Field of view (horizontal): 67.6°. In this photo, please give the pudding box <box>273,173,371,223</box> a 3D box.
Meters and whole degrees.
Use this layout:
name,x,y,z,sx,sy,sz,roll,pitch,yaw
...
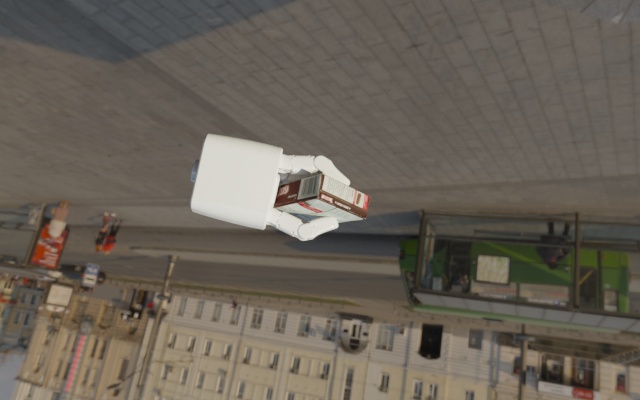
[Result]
name,x,y,z,sx,sy,sz,roll,pitch,yaw
pudding box,0.000,0.002,0.678,0.090,0.039,0.113,23,-19,-32
